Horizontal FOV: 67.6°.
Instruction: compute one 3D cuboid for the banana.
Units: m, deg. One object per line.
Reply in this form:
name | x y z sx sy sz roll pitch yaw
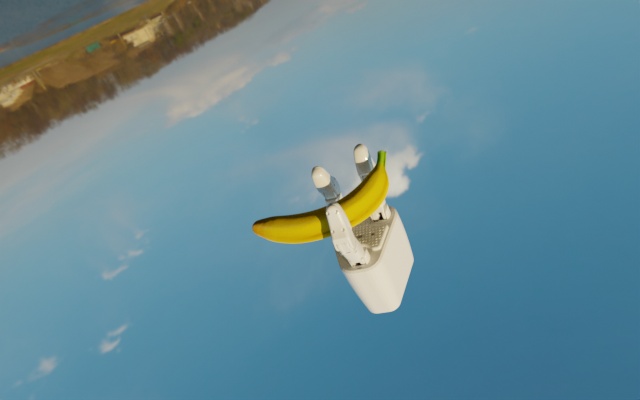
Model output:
banana | 0.009 0.014 0.597 0.198 0.069 0.037 -28 -39 5
